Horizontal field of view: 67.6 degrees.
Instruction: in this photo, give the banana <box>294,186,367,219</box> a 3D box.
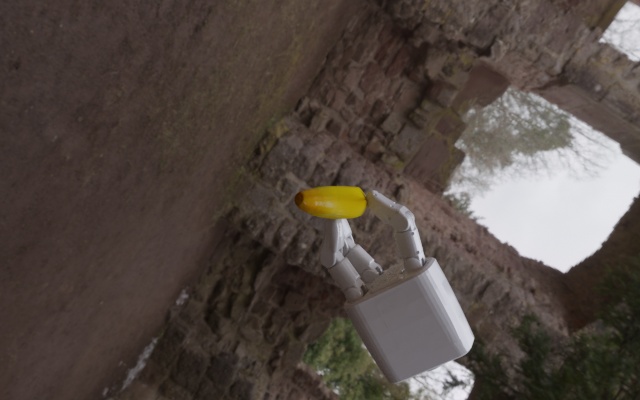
[{"bbox_3d":[0.019,0.002,0.542,0.069,0.037,0.198,1,2,6],"label":"banana"}]
